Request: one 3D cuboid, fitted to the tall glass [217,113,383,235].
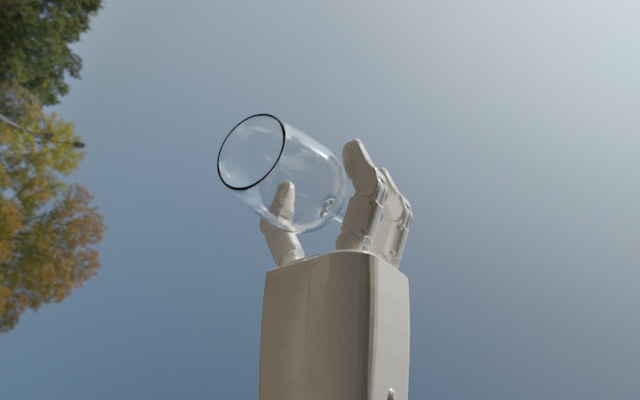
[{"bbox_3d":[0.000,0.002,0.419,0.079,0.079,0.201,0,-22,34],"label":"tall glass"}]
